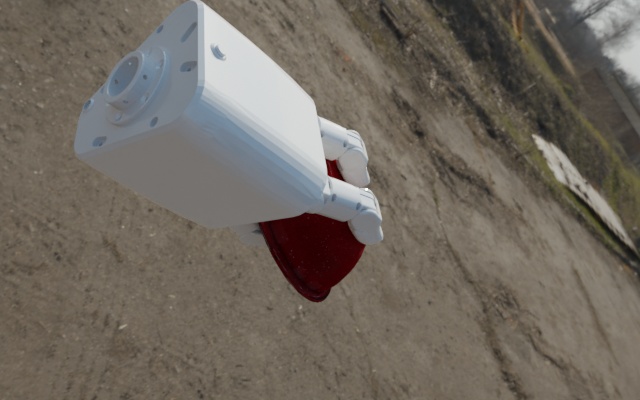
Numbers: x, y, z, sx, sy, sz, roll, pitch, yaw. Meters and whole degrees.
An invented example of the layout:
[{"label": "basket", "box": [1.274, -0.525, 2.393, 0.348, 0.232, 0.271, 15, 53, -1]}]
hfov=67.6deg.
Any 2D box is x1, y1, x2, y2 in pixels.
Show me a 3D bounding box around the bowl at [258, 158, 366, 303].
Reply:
[{"label": "bowl", "box": [0.001, 0.002, 0.410, 0.055, 0.162, 0.162, -20, -5, 15]}]
